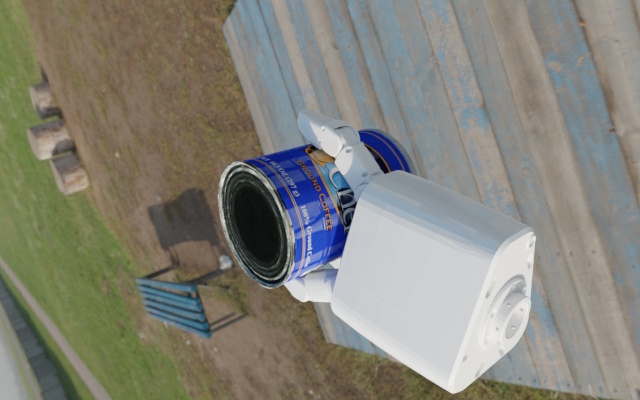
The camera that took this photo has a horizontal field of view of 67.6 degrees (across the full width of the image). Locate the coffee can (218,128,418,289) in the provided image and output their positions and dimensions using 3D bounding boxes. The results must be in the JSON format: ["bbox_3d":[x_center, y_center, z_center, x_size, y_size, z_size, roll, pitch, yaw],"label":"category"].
[{"bbox_3d":[0.000,0.001,0.407,0.140,0.103,0.103,-19,12,-36],"label":"coffee can"}]
